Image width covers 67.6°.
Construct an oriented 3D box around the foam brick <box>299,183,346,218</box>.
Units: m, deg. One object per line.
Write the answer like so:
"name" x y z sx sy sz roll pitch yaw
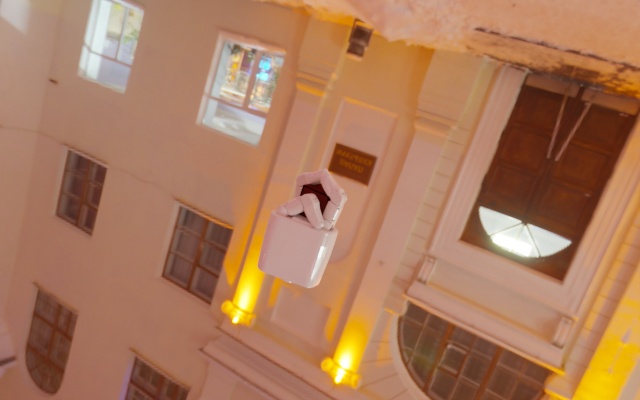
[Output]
"foam brick" 0.000 0.003 0.835 0.053 0.051 0.078 23 13 22
